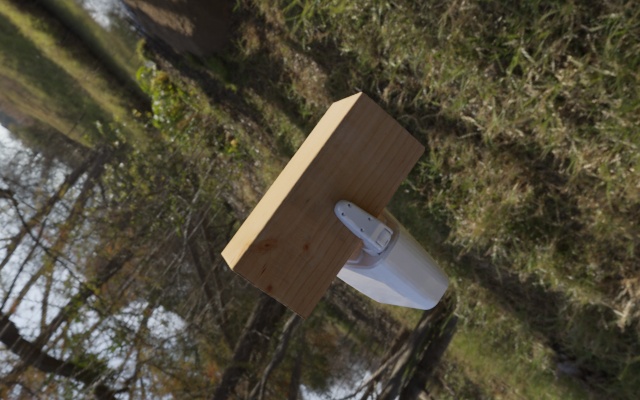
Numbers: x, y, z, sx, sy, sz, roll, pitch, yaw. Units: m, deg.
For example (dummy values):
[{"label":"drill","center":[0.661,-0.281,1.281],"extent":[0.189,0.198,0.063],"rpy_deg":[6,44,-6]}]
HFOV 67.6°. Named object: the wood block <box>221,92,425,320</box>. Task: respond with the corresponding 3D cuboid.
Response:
[{"label":"wood block","center":[0.000,0.002,0.490],"extent":[0.090,0.206,0.091],"rpy_deg":[38,-8,-17]}]
